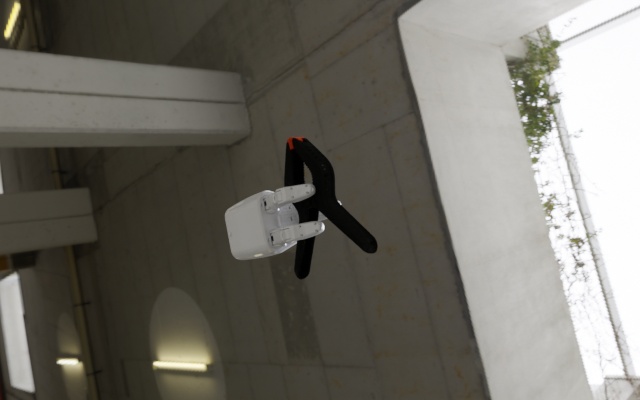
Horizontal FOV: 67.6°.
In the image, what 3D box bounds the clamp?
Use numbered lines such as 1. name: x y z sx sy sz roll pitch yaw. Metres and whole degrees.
1. clamp: 0.000 0.002 0.693 0.036 0.210 0.164 -6 -8 -45
